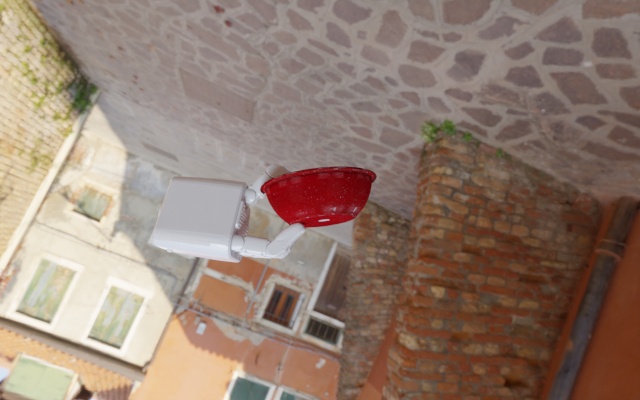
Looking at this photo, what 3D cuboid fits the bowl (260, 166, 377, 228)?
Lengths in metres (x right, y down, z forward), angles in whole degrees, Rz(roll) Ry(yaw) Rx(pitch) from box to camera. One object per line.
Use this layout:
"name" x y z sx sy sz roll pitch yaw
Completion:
"bowl" 0.001 0.002 0.653 0.162 0.055 0.162 -7 -12 -1
